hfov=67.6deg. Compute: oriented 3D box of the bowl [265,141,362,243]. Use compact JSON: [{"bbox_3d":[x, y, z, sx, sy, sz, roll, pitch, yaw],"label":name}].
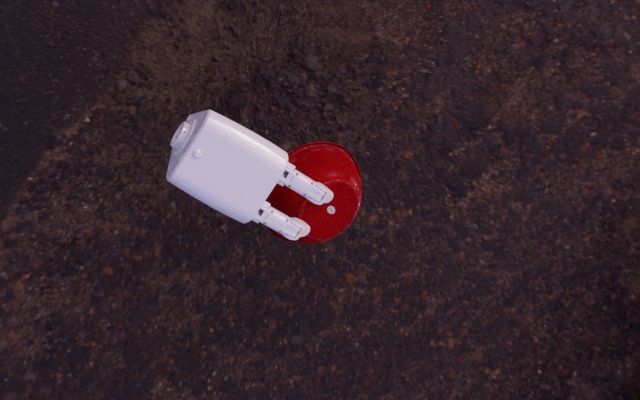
[{"bbox_3d":[0.001,0.003,0.667,0.162,0.162,0.055,0,27,-32],"label":"bowl"}]
